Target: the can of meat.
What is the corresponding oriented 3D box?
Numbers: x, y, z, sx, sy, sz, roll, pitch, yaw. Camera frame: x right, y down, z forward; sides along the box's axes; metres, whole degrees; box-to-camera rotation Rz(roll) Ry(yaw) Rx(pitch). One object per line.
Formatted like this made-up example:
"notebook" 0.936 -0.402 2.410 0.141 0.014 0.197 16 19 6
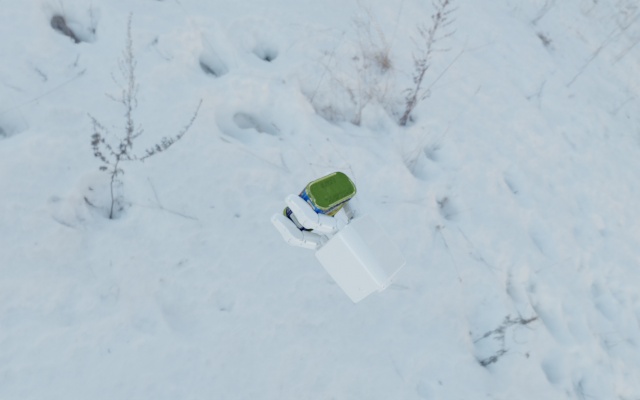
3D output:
"can of meat" 0.000 0.002 0.786 0.102 0.057 0.084 -26 -14 -42
